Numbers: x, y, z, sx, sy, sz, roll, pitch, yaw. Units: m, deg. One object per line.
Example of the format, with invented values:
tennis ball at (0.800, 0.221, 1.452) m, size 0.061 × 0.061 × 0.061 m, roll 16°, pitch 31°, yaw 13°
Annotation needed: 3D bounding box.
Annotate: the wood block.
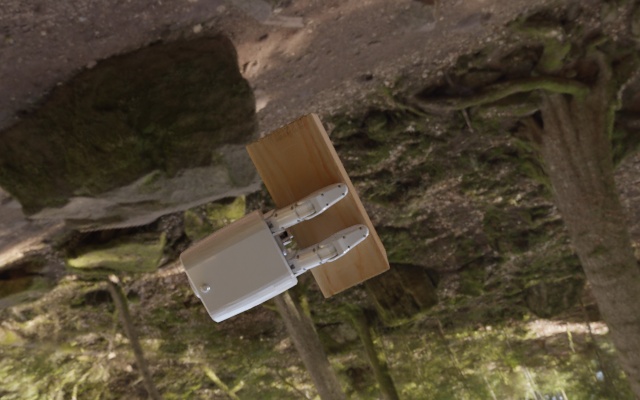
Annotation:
wood block at (0.000, 0.002, 0.604) m, size 0.090 × 0.206 × 0.091 m, roll -26°, pitch 7°, yaw 7°
